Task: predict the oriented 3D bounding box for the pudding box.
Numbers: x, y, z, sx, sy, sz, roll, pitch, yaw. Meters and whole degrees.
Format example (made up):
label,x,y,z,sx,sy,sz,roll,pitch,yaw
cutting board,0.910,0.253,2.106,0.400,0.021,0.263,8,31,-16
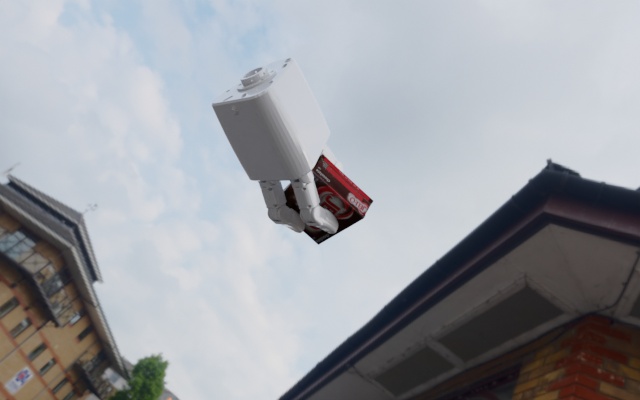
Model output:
label,x,y,z,sx,sy,sz,roll,pitch,yaw
pudding box,0.000,0.002,0.620,0.113,0.090,0.039,-35,15,53
